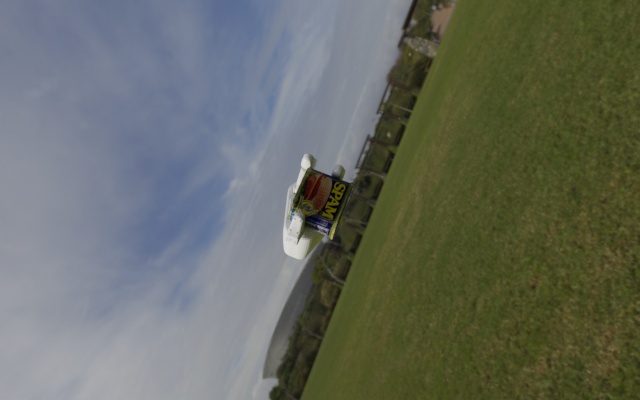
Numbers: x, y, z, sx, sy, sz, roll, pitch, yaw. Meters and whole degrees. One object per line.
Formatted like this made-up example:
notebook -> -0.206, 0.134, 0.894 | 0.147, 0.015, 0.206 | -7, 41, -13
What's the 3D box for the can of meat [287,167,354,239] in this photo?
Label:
can of meat -> 0.000, 0.003, 0.812 | 0.084, 0.102, 0.057 | 21, -23, 5
